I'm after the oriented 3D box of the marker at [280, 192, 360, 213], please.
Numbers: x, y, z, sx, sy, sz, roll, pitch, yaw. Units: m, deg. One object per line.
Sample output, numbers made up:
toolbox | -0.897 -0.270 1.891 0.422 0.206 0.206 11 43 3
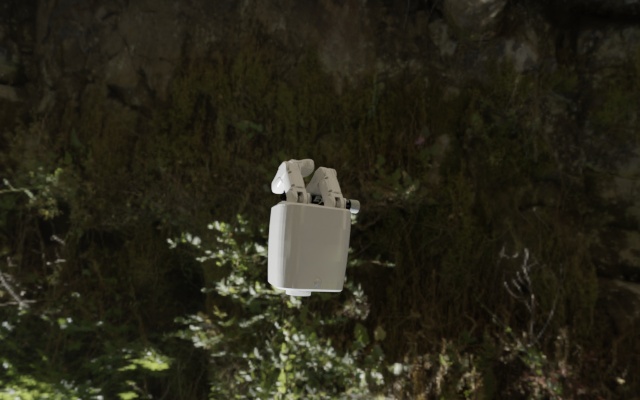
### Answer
marker | 0.000 0.002 0.666 0.121 0.020 0.020 8 -4 -29
